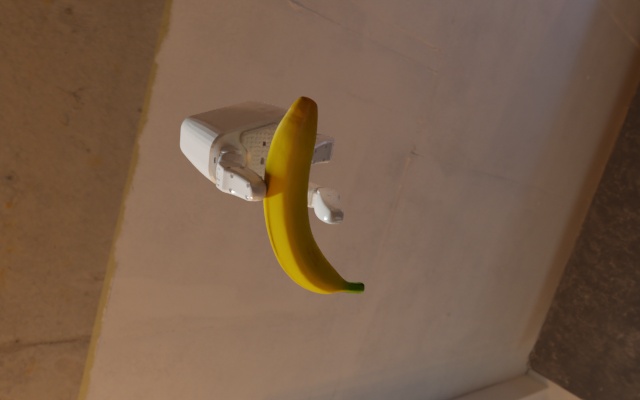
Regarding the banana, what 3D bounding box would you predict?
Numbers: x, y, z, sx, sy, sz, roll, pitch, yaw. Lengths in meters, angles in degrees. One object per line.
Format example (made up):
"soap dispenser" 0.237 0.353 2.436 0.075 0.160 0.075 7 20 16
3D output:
"banana" -0.015 0.012 0.414 0.069 0.198 0.037 -25 30 -17
